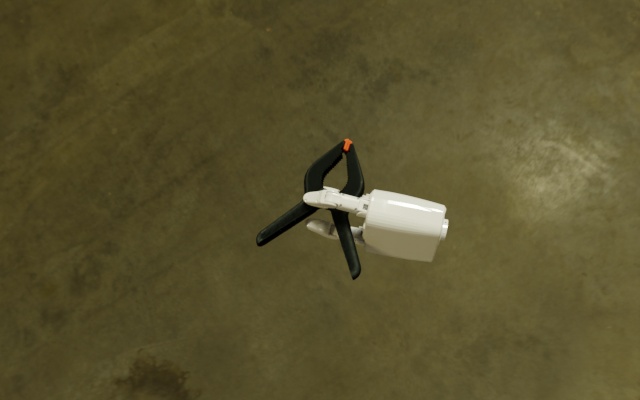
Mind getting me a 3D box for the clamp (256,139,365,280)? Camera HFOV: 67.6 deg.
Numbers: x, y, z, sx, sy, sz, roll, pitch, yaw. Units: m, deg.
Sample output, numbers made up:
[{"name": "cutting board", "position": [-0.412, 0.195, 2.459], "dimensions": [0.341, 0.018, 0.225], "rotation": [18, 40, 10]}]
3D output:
[{"name": "clamp", "position": [0.000, 0.002, 0.731], "dimensions": [0.164, 0.210, 0.036], "rotation": [12, -15, 8]}]
